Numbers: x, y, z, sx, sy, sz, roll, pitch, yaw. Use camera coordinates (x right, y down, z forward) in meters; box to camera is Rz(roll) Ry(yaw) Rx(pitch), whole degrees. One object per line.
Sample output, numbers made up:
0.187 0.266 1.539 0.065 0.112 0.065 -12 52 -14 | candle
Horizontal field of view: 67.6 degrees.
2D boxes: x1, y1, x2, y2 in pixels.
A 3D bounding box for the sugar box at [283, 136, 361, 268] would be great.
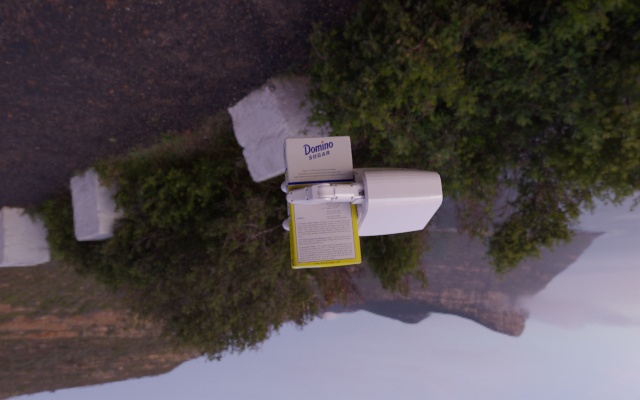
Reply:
0.000 0.002 0.658 0.093 0.176 0.048 -3 -10 -9 | sugar box
